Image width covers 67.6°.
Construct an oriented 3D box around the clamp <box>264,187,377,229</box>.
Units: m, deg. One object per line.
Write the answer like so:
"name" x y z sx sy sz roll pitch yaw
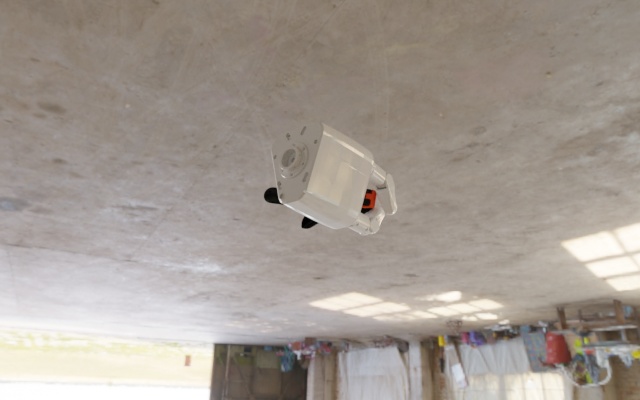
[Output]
"clamp" 0.000 0.003 0.731 0.171 0.039 0.120 -16 -30 38
